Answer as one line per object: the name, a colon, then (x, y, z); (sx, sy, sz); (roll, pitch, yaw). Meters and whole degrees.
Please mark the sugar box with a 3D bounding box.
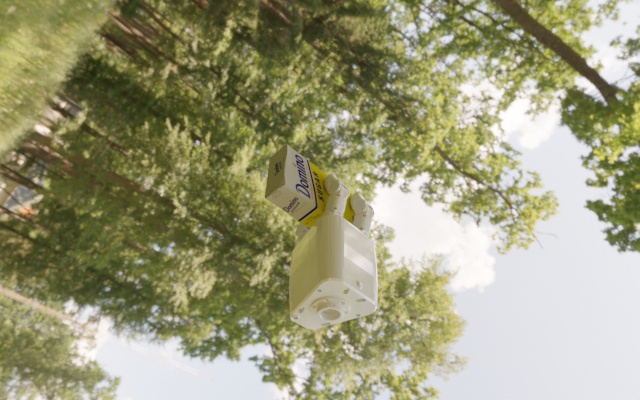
sugar box: (0.001, 0.002, 0.705); (0.048, 0.093, 0.176); (-35, -56, 27)
